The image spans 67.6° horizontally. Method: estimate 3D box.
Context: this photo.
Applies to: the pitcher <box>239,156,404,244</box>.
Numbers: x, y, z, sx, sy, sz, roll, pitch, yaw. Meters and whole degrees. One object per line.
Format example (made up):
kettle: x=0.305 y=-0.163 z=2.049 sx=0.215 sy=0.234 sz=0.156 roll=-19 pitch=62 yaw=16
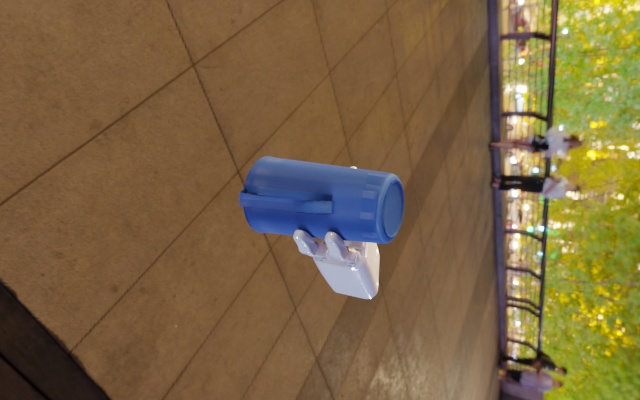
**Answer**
pitcher: x=0.000 y=0.003 z=0.766 sx=0.243 sy=0.149 sz=0.145 roll=6 pitch=-40 yaw=28
